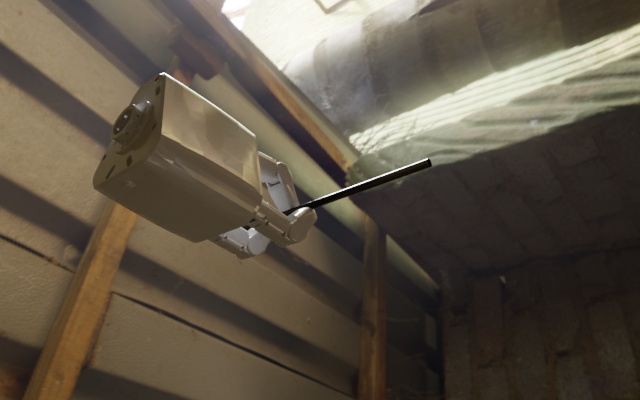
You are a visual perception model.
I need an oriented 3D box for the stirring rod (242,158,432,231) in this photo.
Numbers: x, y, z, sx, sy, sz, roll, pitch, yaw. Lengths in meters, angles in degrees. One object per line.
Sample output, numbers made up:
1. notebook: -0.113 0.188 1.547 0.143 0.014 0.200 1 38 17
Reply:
1. stirring rod: 0.000 0.001 0.478 0.239 0.011 0.011 -20 -12 34
